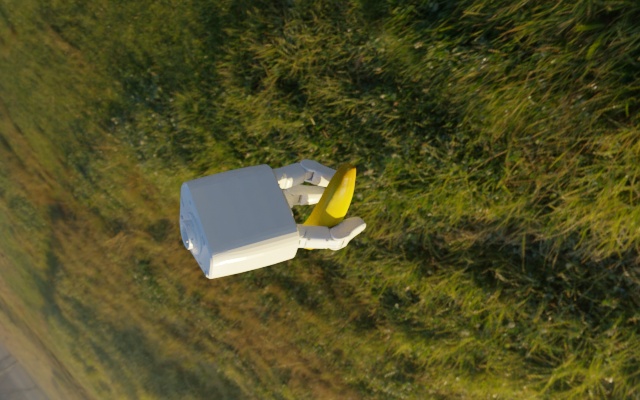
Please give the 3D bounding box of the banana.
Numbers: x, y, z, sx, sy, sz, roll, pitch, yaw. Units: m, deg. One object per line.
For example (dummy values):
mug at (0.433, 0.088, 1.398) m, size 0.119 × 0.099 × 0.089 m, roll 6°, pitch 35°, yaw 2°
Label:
banana at (0.000, 0.021, 0.617) m, size 0.037 × 0.069 × 0.198 m, roll 6°, pitch -22°, yaw -17°
